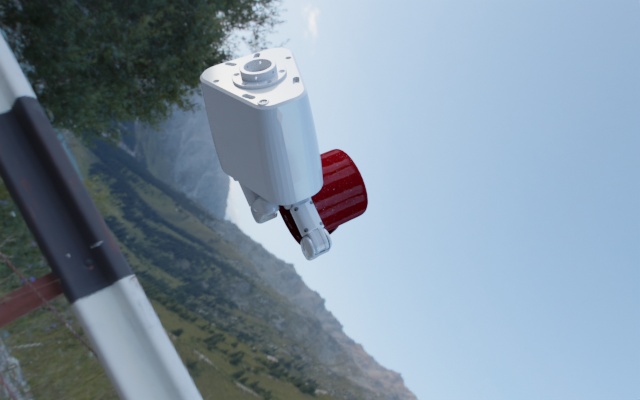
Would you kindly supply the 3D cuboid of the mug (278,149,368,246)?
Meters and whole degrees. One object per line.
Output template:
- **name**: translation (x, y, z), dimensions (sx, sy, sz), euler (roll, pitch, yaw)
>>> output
- **mug**: translation (0.000, 0.003, 0.537), dimensions (0.081, 0.117, 0.093), euler (-24, 46, -17)
